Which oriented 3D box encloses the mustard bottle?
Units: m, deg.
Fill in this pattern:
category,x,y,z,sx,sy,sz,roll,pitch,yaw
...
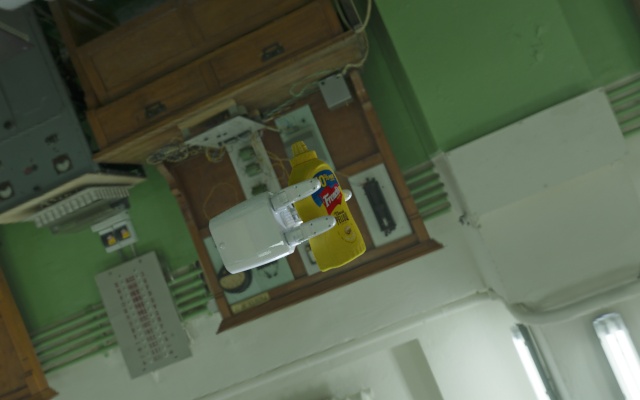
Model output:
category,x,y,z,sx,sy,sz,roll,pitch,yaw
mustard bottle,0.000,0.002,0.713,0.058,0.191,0.096,-23,-2,37
